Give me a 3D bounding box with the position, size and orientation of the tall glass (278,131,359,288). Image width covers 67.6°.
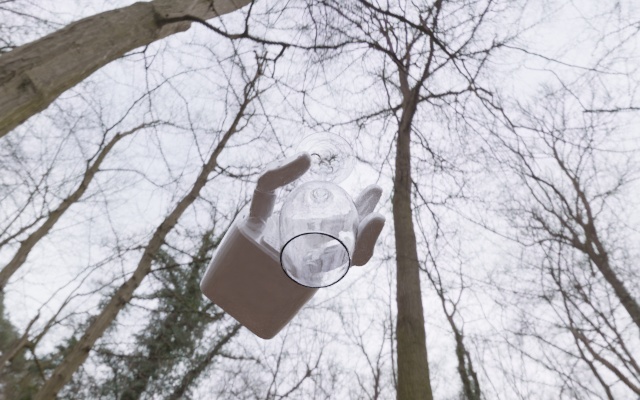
[{"bbox_3d":[0.000,0.001,0.496,0.079,0.079,0.201,0,31,3],"label":"tall glass"}]
